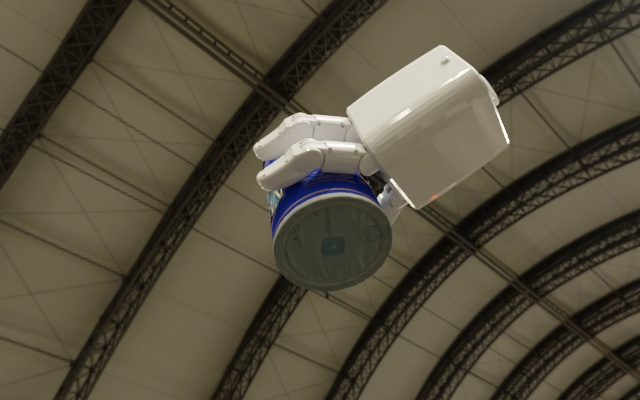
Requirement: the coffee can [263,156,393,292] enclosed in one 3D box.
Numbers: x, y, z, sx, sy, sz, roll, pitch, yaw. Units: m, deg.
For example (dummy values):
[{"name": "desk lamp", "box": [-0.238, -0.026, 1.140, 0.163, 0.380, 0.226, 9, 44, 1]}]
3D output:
[{"name": "coffee can", "box": [0.000, 0.002, 0.458, 0.103, 0.103, 0.140, 0, 33, -12]}]
